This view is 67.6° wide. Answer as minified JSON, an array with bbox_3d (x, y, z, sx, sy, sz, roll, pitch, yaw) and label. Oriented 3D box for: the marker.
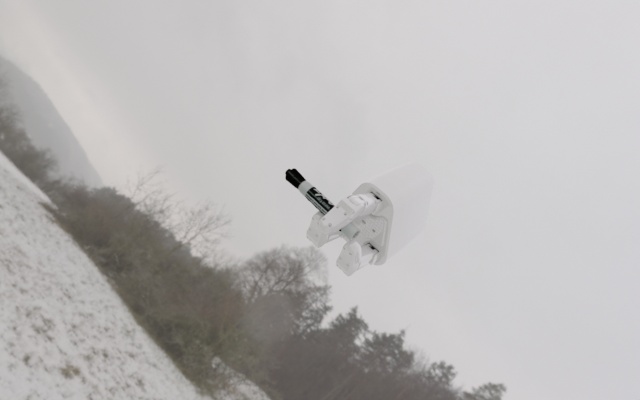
[{"bbox_3d":[0.000,0.002,0.573,0.121,0.020,0.020,43,19,22],"label":"marker"}]
